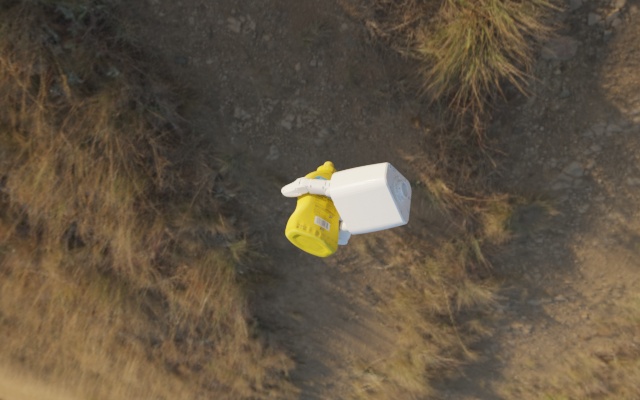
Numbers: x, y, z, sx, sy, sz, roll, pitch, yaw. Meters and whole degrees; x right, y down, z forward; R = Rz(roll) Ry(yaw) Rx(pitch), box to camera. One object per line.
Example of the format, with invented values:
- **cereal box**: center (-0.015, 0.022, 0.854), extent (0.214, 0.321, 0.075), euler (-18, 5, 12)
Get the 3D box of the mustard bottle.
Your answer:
- **mustard bottle**: center (0.000, 0.003, 0.887), extent (0.096, 0.191, 0.058), euler (30, -39, -22)
